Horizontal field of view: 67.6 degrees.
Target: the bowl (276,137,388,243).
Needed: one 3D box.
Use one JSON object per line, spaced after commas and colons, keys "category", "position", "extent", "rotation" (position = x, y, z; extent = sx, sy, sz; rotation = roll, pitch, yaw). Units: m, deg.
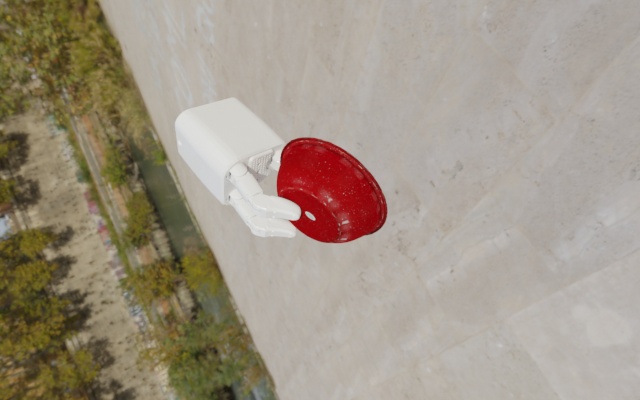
{"category": "bowl", "position": [0.001, 0.003, 0.595], "extent": [0.162, 0.162, 0.055], "rotation": [0, 41, 46]}
